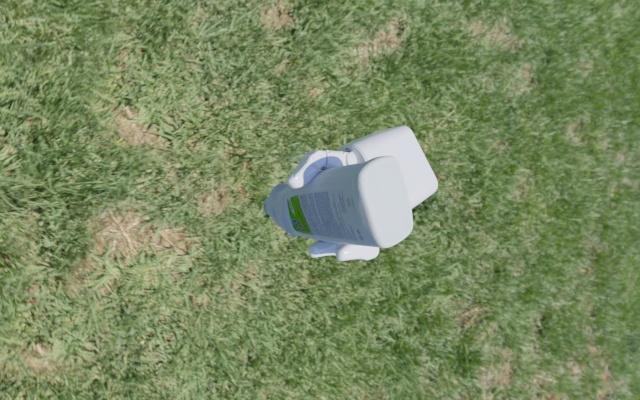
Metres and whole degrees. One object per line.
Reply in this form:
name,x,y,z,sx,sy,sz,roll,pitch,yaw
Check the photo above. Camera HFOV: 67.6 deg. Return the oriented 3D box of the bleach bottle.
bleach bottle,0.000,0.002,0.616,0.068,0.102,0.251,-25,16,-34
